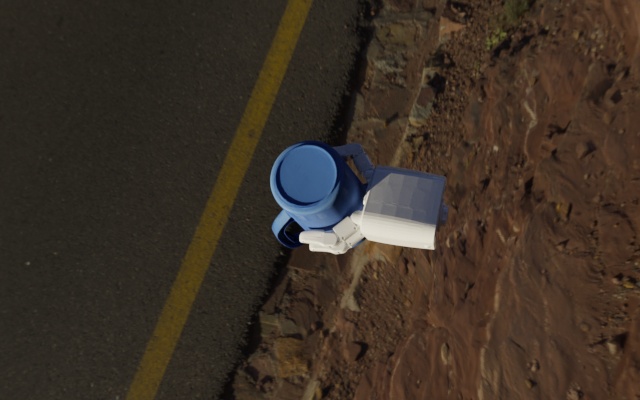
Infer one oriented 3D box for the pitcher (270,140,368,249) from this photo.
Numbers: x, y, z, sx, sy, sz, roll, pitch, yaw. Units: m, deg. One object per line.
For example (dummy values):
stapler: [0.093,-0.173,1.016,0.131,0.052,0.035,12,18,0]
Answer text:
pitcher: [0.000,0.002,0.757,0.145,0.149,0.243,10,-12,17]
